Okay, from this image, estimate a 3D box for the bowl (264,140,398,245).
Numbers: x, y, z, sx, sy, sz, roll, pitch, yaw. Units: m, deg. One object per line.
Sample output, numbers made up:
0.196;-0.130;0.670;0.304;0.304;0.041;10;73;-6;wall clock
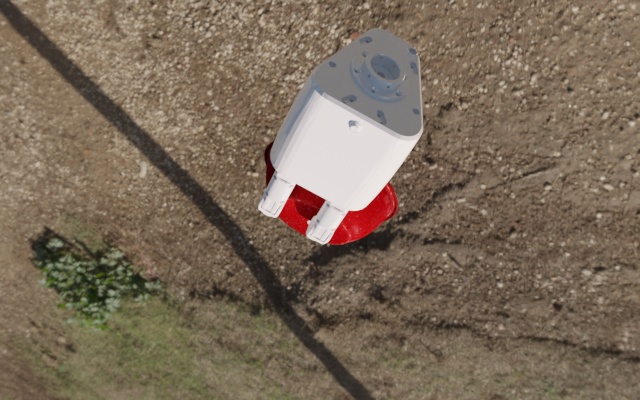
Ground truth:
0.000;0.003;0.526;0.162;0.055;0.162;21;-24;10;bowl
